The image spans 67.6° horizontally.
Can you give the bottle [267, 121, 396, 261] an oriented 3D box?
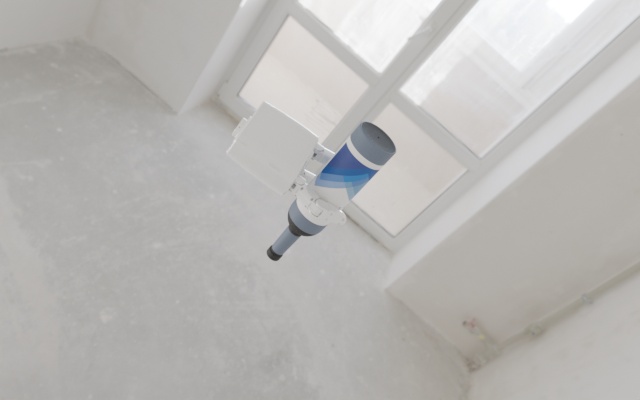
[{"bbox_3d":[0.000,0.002,0.762,0.069,0.069,0.296,0,-39,-47],"label":"bottle"}]
